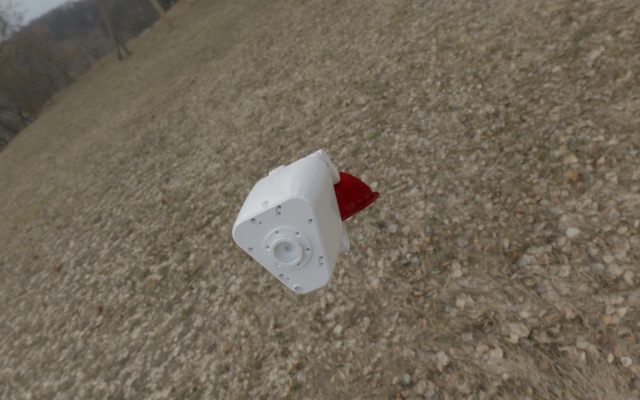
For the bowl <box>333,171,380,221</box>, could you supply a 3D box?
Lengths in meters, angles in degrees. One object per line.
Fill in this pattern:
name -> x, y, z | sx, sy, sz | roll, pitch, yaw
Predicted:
bowl -> 0.000, 0.002, 0.681 | 0.162, 0.055, 0.162 | -26, 5, 3
